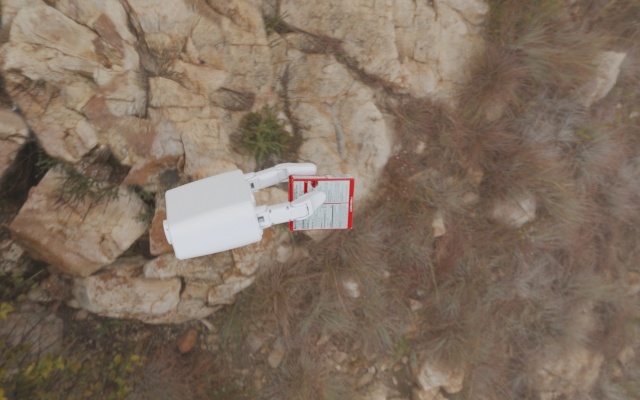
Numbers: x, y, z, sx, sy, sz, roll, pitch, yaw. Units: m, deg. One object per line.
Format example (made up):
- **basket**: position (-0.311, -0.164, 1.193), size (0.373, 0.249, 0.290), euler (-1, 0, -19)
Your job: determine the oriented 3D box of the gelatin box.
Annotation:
- **gelatin box**: position (0.001, 0.002, 0.654), size (0.089, 0.073, 0.030), euler (-1, 16, -11)
